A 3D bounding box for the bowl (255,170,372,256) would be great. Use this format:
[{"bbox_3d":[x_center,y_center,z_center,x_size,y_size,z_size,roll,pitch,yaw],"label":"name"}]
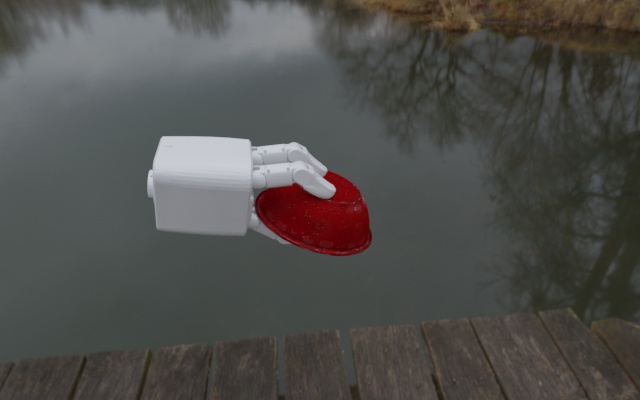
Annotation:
[{"bbox_3d":[0.001,0.002,0.616,0.162,0.055,0.162,17,25,-8],"label":"bowl"}]
